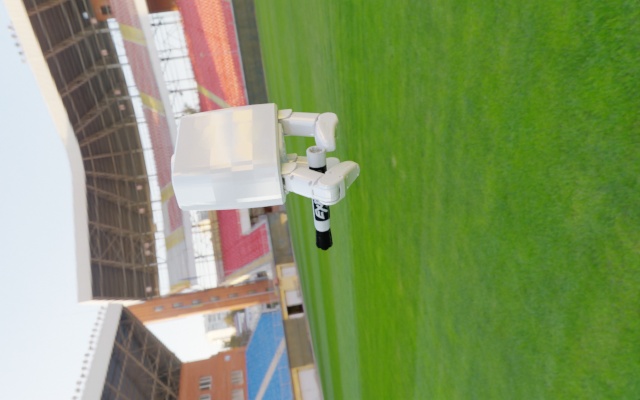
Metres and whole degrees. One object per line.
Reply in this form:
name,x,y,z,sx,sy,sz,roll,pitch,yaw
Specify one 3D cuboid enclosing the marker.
marker,0.000,0.002,0.494,0.020,0.121,0.020,-4,32,2
